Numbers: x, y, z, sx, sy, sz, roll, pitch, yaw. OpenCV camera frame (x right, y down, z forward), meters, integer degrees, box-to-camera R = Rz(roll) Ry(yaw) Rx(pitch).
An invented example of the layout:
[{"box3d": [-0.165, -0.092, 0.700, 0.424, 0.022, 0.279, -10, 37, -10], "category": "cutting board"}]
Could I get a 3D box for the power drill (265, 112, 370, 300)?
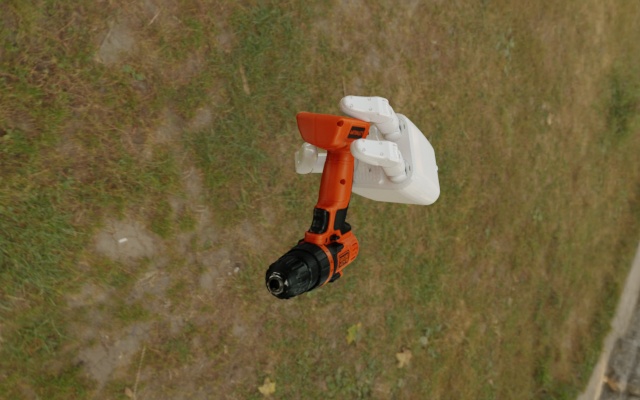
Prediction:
[{"box3d": [0.000, 0.001, 0.519, 0.057, 0.188, 0.184, 11, 11, 20], "category": "power drill"}]
